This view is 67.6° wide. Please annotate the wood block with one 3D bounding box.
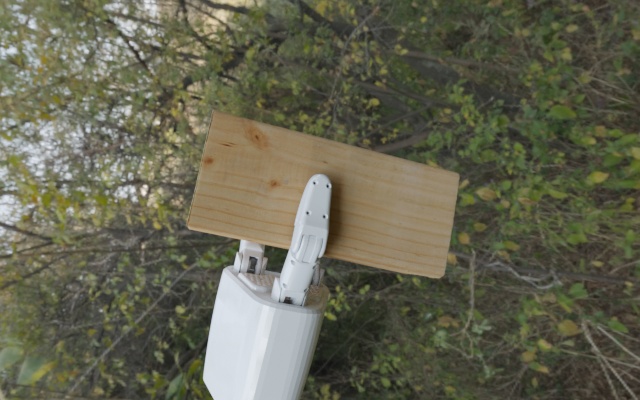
[{"bbox_3d":[0.000,0.002,0.409,0.206,0.090,0.091,13,-8,-13],"label":"wood block"}]
